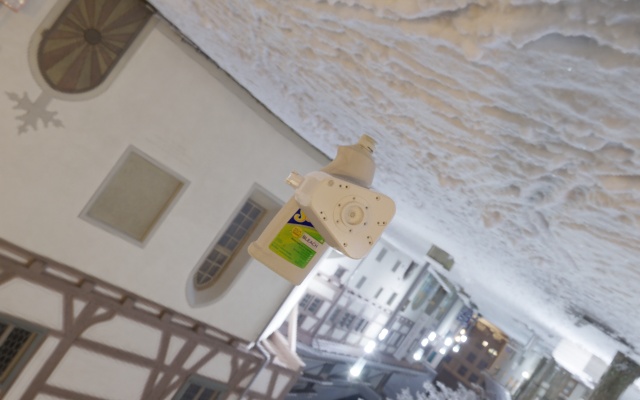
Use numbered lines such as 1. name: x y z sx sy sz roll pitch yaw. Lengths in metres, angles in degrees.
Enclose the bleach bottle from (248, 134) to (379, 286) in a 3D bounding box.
1. bleach bottle: 0.000 0.003 0.738 0.102 0.251 0.068 35 -2 -11
